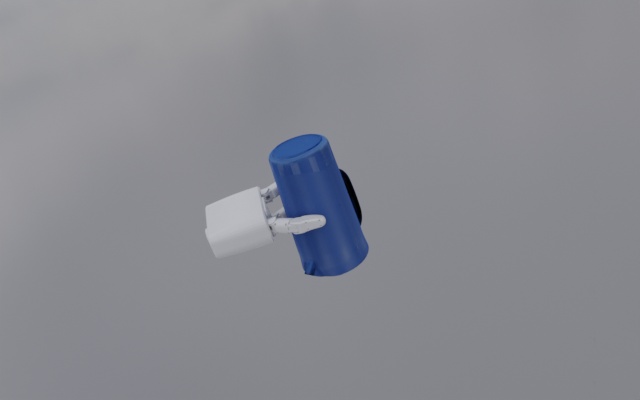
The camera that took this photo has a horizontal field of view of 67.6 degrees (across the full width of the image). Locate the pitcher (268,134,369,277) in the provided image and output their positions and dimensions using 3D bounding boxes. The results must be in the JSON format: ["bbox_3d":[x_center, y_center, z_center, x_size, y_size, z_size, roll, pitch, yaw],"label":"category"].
[{"bbox_3d":[0.000,0.003,0.870,0.145,0.243,0.149,-19,26,0],"label":"pitcher"}]
